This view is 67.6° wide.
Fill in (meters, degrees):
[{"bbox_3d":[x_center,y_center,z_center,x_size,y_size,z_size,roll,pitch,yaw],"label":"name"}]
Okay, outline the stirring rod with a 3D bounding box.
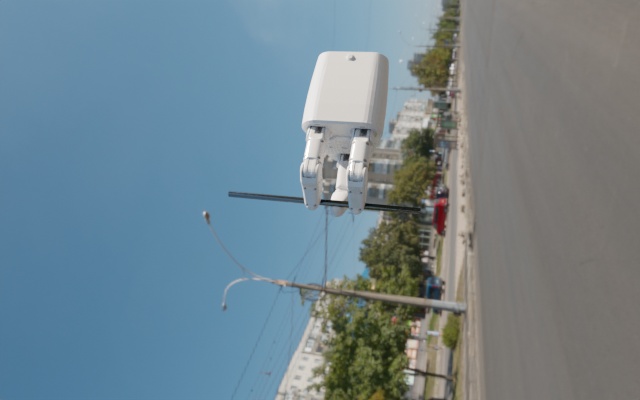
[{"bbox_3d":[0.000,0.002,0.585,0.239,0.011,0.011,5,1,13],"label":"stirring rod"}]
